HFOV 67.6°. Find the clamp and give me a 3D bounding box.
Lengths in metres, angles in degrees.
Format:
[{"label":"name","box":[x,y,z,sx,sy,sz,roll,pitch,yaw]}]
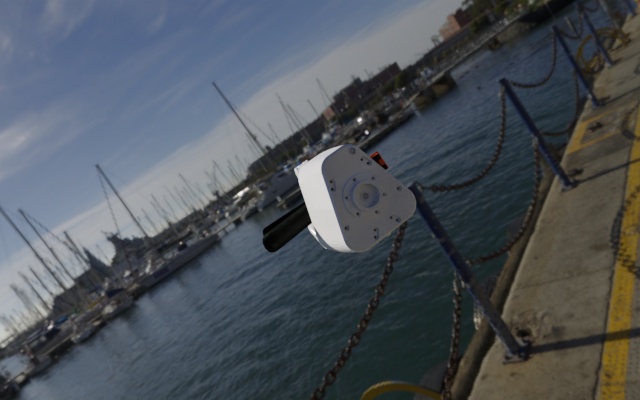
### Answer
[{"label":"clamp","box":[0.000,0.001,0.672,0.210,0.036,0.164,-36,5,-12]}]
